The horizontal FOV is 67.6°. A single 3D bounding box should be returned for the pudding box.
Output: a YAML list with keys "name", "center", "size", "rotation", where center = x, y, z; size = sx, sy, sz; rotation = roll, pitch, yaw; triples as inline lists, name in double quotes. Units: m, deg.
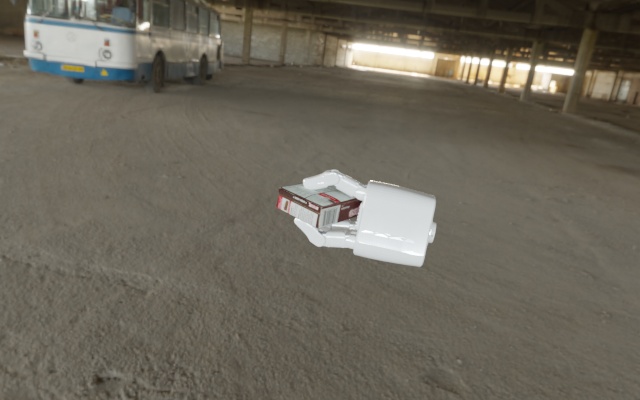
- name: "pudding box"
  center: [0.000, 0.002, 0.757]
  size: [0.090, 0.039, 0.113]
  rotation: [24, 21, 33]
